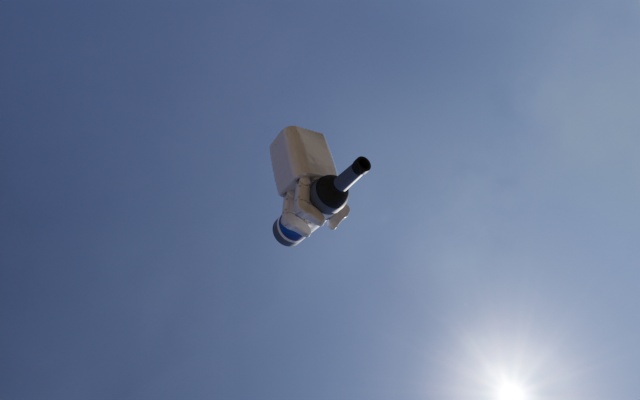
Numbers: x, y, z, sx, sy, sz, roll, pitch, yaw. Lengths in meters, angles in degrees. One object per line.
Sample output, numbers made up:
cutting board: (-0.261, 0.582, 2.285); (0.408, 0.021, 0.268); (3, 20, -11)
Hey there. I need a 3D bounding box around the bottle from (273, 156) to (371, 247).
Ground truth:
bottle: (0.000, 0.003, 0.871); (0.069, 0.069, 0.296); (0, -25, -31)
